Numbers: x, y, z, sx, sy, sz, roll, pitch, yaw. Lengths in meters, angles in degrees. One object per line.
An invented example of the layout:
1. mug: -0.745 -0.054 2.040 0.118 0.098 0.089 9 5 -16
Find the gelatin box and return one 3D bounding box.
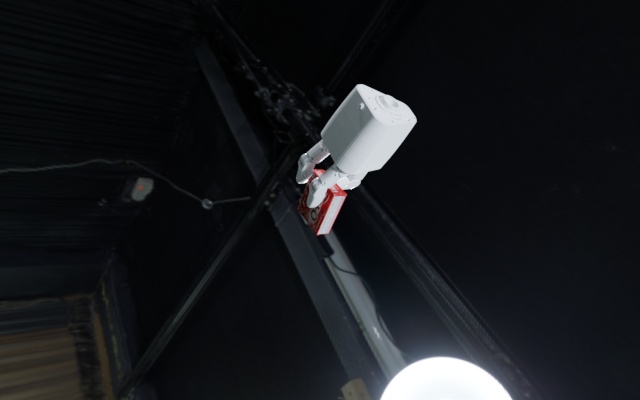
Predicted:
1. gelatin box: 0.000 0.003 0.822 0.030 0.089 0.073 -3 39 -37
